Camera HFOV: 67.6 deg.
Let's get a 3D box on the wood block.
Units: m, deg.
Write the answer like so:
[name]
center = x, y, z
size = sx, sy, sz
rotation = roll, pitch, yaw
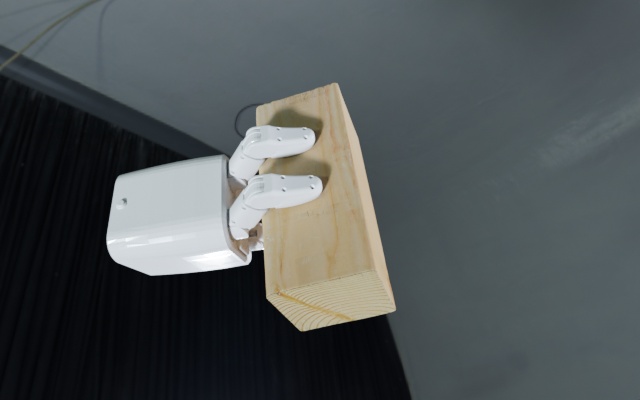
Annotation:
[wood block]
center = 0.000, 0.002, 0.448
size = 0.090, 0.206, 0.091
rotation = -15, -35, 10
